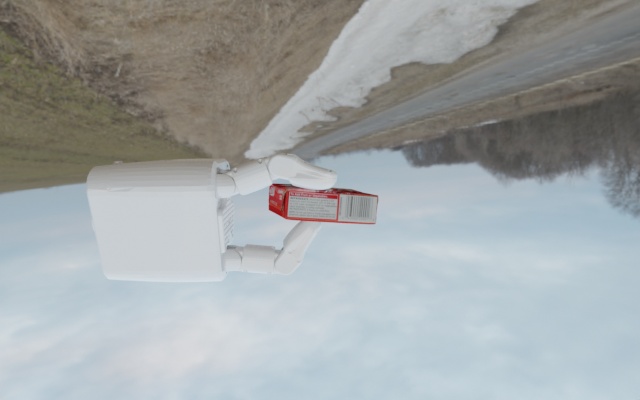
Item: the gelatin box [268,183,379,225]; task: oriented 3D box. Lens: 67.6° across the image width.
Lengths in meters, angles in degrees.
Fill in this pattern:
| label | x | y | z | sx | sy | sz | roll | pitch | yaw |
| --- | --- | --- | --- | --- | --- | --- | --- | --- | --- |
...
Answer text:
| label | x | y | z | sx | sy | sz | roll | pitch | yaw |
| --- | --- | --- | --- | --- | --- | --- | --- | --- | --- |
| gelatin box | 0.000 | 0.002 | 0.453 | 0.089 | 0.030 | 0.073 | 4 | 4 | -16 |
